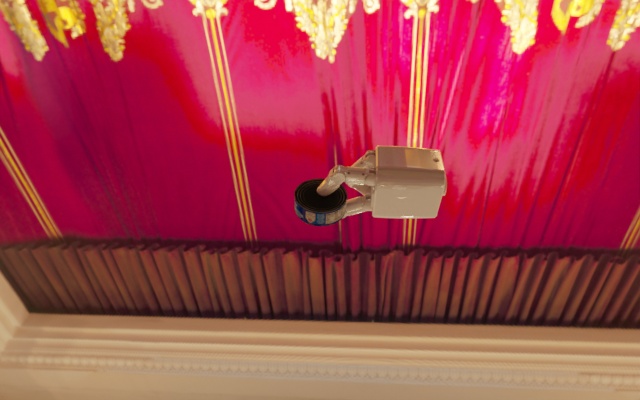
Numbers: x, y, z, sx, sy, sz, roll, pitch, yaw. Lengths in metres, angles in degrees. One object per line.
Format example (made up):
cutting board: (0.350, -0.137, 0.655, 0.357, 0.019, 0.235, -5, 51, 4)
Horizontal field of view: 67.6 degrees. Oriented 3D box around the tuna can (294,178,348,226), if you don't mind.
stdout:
tuna can: (0.000, 0.003, 0.777, 0.086, 0.034, 0.086, 2, 40, -1)
